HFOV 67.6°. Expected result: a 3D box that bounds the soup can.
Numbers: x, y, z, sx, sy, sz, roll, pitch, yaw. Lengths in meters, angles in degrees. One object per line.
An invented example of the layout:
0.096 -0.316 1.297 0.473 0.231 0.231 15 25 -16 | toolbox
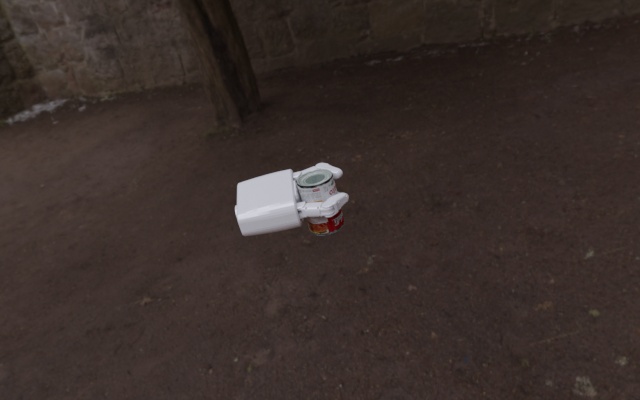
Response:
0.001 0.003 0.862 0.068 0.102 0.068 -11 27 6 | soup can
